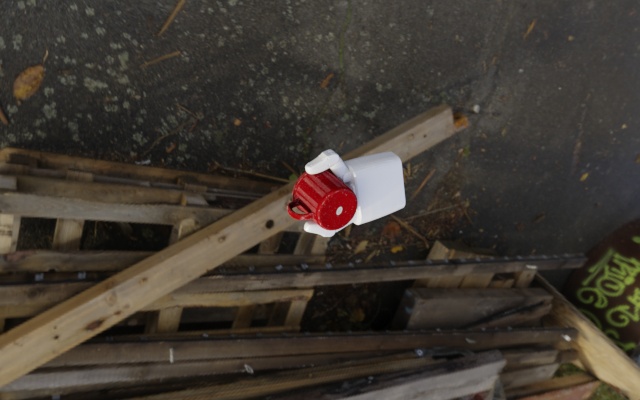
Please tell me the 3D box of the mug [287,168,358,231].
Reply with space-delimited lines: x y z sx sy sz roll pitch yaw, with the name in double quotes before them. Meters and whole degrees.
"mug" -0.001 0.003 0.817 0.117 0.093 0.081 -19 35 -23
